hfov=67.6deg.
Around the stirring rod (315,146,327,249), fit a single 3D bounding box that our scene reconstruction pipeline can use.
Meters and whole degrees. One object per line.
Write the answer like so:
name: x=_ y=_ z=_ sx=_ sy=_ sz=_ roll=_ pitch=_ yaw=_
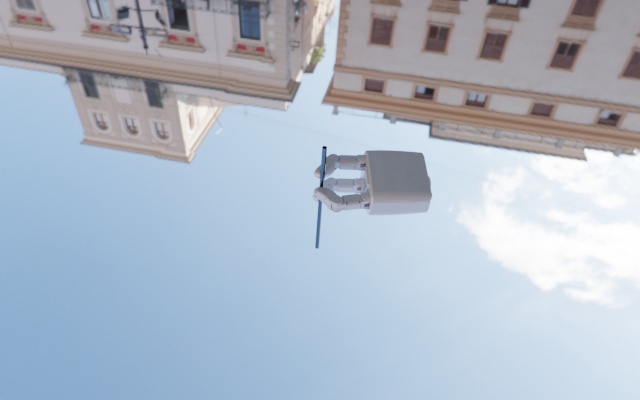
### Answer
stirring rod: x=0.000 y=0.003 z=0.848 sx=0.011 sy=0.240 sz=0.011 roll=2 pitch=43 yaw=-2
